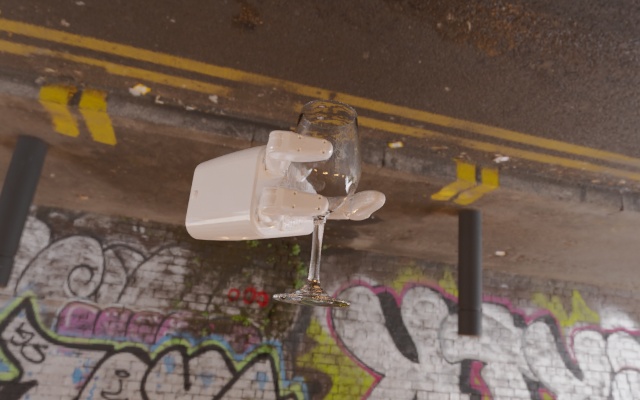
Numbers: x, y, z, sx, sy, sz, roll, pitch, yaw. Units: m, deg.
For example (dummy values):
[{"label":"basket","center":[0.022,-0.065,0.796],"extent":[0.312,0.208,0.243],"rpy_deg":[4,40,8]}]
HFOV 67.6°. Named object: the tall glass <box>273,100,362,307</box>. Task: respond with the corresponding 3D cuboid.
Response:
[{"label":"tall glass","center":[0.000,0.002,0.482],"extent":[0.079,0.201,0.079],"rpy_deg":[5,-17,2]}]
